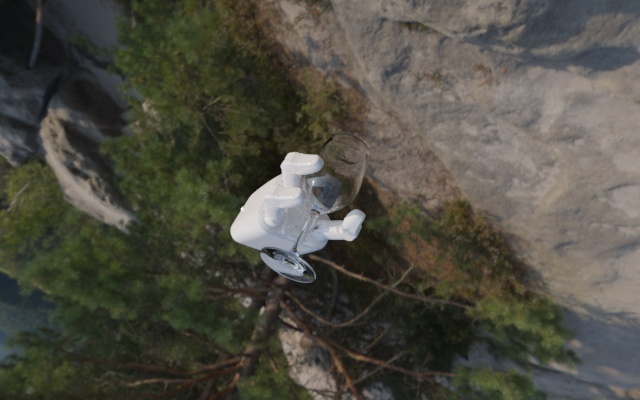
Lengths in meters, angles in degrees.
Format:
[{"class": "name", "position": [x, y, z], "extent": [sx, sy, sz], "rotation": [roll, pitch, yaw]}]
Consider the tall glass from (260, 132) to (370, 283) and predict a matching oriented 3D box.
[{"class": "tall glass", "position": [0.000, 0.003, 0.621], "extent": [0.079, 0.201, 0.079], "rotation": [21, -30, 13]}]
